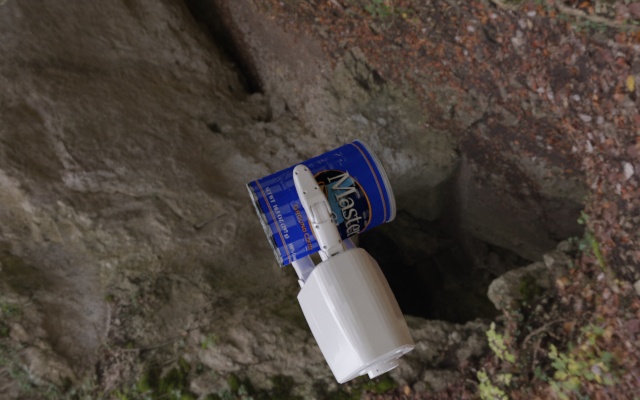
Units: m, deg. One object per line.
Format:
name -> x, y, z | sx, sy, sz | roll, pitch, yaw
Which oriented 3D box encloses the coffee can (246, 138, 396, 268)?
coffee can -> 0.000, 0.002, 0.544 | 0.140, 0.103, 0.103 | -22, 4, -9
